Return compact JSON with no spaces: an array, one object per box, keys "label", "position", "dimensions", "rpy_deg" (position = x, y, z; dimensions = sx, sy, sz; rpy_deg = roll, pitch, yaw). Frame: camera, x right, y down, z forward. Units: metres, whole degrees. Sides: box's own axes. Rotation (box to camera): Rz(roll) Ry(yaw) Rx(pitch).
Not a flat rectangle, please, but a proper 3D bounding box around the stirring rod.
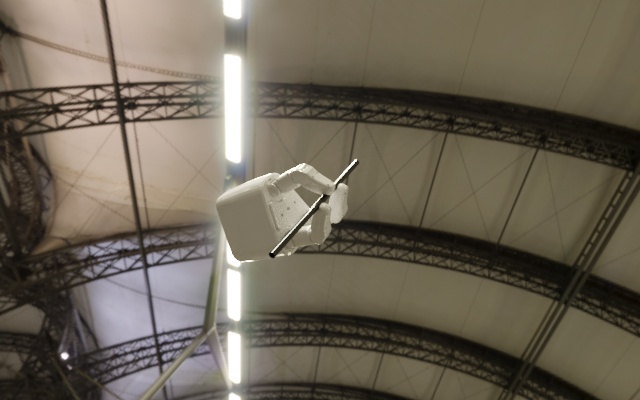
[{"label":"stirring rod","position":[0.000,0.002,0.617],"dimensions":[0.011,0.011,0.239],"rpy_deg":[0,29,31]}]
